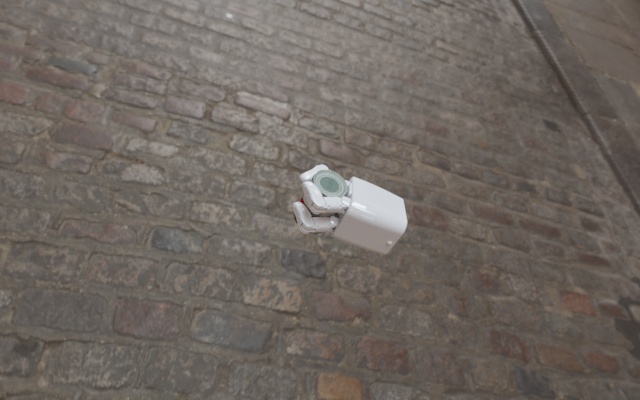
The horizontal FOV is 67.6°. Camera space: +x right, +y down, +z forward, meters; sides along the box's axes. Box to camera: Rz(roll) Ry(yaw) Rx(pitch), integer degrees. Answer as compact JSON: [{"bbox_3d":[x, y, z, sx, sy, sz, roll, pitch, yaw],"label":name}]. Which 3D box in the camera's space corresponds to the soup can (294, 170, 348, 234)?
[{"bbox_3d":[0.000,0.002,0.855,0.068,0.068,0.102,0,-39,-27],"label":"soup can"}]
